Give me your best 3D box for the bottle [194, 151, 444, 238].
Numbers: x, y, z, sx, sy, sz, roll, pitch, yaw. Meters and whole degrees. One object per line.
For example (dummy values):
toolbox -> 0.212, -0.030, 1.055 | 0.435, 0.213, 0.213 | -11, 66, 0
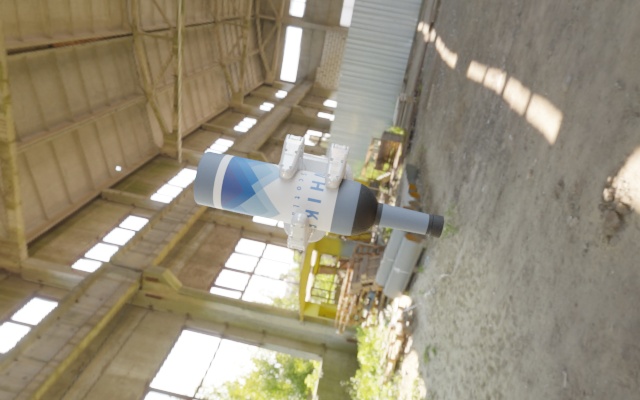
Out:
bottle -> 0.000, 0.002, 0.578 | 0.296, 0.069, 0.069 | 12, 1, 3
